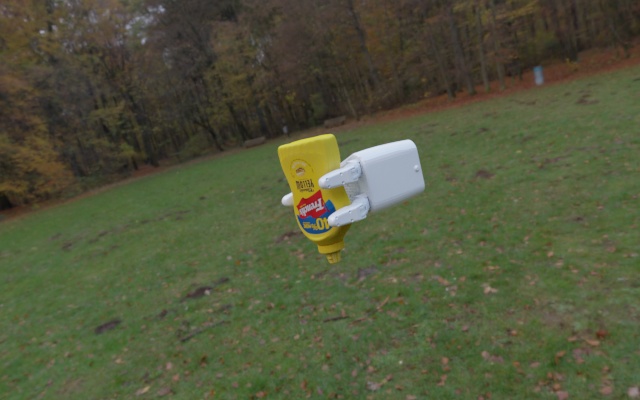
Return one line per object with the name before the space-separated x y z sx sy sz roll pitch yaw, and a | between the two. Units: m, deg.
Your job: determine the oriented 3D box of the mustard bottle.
mustard bottle | 0.000 0.002 0.716 0.096 0.191 0.058 -6 13 40
